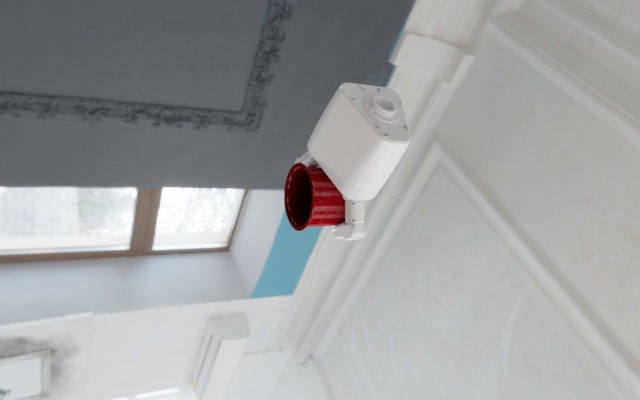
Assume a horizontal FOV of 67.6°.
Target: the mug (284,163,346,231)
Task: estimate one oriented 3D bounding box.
[{"bbox_3d":[0.000,0.003,0.676,0.081,0.093,0.117,0,-37,-28],"label":"mug"}]
